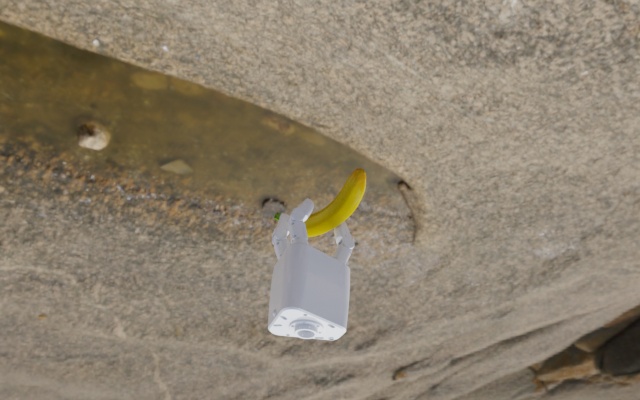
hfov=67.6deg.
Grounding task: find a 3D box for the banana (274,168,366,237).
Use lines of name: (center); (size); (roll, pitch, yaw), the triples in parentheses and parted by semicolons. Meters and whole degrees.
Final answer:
banana: (0.010, 0.016, 0.780); (0.198, 0.037, 0.070); (-29, -61, 33)
